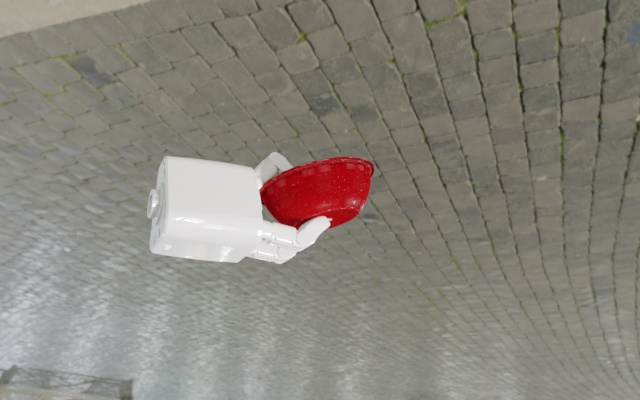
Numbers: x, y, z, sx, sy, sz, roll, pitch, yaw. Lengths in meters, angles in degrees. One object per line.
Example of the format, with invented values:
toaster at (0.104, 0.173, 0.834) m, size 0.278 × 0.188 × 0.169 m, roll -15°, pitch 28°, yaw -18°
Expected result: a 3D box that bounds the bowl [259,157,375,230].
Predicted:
bowl at (0.001, 0.002, 0.628) m, size 0.162 × 0.055 × 0.162 m, roll -14°, pitch -17°, yaw -4°
